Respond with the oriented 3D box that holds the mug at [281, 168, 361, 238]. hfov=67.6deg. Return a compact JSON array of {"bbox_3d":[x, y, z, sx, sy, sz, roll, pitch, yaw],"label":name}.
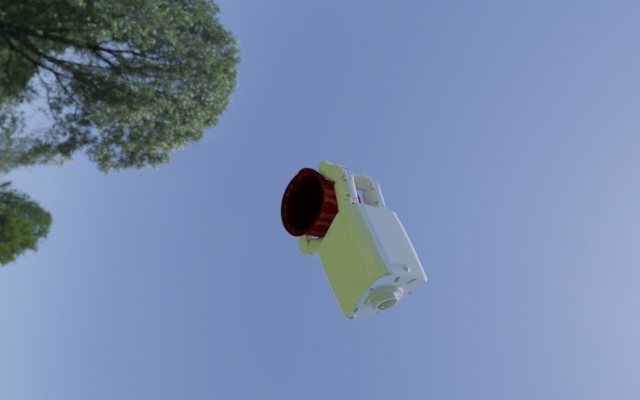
[{"bbox_3d":[0.000,0.001,0.683,0.081,0.117,0.093,16,-49,-40],"label":"mug"}]
